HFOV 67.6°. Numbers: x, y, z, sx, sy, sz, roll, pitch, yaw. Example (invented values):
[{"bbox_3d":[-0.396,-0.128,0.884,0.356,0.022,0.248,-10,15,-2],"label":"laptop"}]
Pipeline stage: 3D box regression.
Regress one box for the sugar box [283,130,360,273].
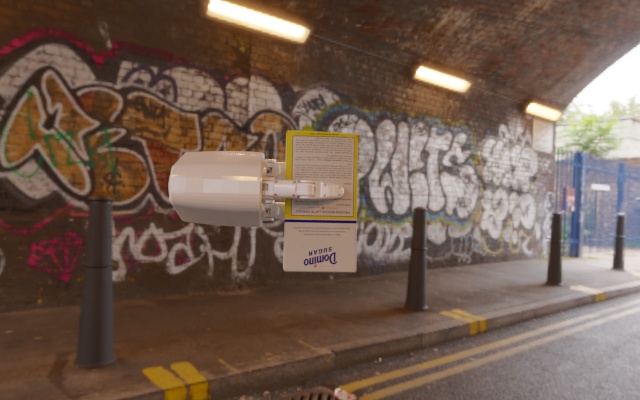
[{"bbox_3d":[0.000,0.002,0.611,0.093,0.176,0.048,2,0,-4],"label":"sugar box"}]
